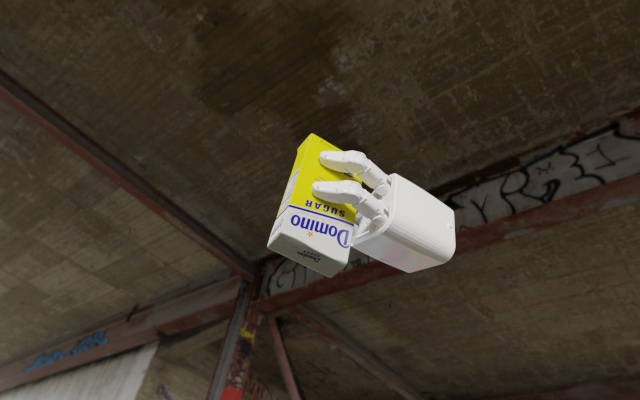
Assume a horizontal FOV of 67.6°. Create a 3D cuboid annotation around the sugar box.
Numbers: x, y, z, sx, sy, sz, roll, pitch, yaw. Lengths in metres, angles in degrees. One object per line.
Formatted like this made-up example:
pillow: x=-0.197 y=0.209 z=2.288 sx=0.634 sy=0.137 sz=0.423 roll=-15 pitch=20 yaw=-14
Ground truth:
sugar box: x=0.001 y=0.002 z=0.615 sx=0.093 sy=0.176 sz=0.048 roll=27 pitch=-45 yaw=-16
